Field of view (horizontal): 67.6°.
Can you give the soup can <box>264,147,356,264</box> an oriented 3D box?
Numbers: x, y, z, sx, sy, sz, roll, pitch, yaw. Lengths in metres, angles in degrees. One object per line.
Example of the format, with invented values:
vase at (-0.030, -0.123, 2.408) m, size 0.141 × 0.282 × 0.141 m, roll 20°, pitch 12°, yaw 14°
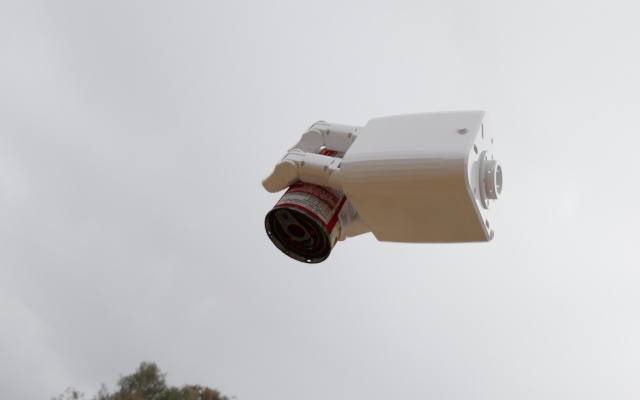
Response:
soup can at (0.000, 0.001, 0.462) m, size 0.068 × 0.068 × 0.102 m, roll 0°, pitch 38°, yaw 33°
